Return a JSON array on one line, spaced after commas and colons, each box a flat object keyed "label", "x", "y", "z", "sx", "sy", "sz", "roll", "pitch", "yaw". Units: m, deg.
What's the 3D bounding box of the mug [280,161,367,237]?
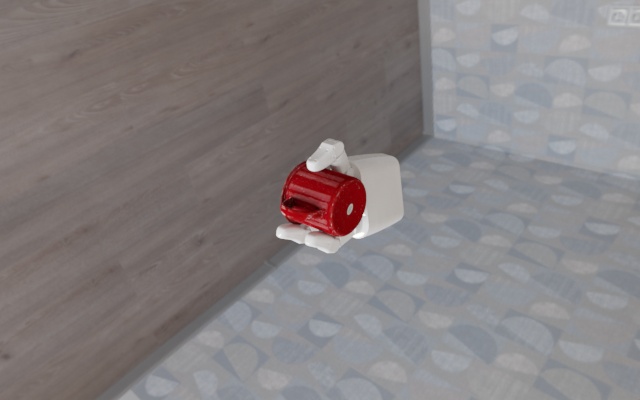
[{"label": "mug", "x": -0.001, "y": 0.002, "z": 0.632, "sx": 0.081, "sy": 0.093, "sz": 0.117, "roll": 19, "pitch": 24, "yaw": 37}]
